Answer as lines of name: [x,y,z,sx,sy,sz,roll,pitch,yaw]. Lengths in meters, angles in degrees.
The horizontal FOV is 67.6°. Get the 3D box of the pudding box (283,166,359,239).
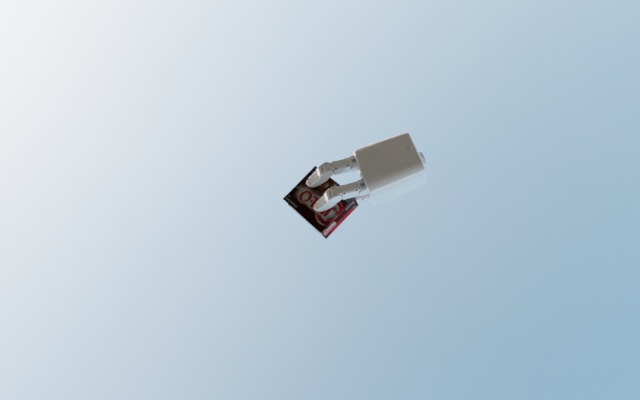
pudding box: [0.000,0.003,0.884,0.113,0.090,0.039,39,-9,32]
